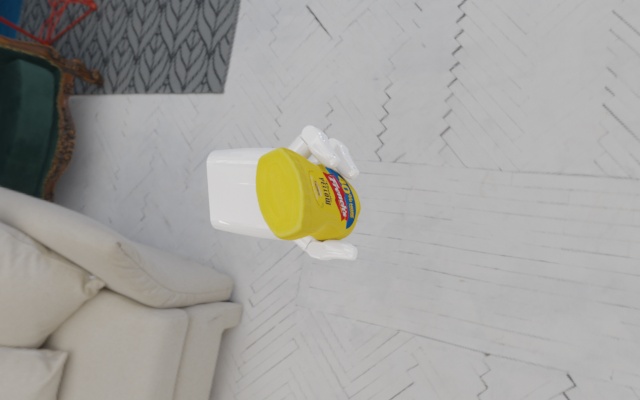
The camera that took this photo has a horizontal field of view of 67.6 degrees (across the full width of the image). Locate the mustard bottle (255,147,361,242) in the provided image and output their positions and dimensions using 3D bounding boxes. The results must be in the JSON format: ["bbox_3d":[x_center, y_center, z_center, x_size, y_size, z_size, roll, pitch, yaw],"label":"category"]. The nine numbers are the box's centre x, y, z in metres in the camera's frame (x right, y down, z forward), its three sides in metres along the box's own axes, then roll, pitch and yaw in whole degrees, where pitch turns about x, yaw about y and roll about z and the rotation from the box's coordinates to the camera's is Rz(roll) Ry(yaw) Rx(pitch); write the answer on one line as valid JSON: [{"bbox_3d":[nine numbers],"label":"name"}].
[{"bbox_3d":[0.000,0.002,0.572,0.058,0.096,0.191,-23,-17,24],"label":"mustard bottle"}]
